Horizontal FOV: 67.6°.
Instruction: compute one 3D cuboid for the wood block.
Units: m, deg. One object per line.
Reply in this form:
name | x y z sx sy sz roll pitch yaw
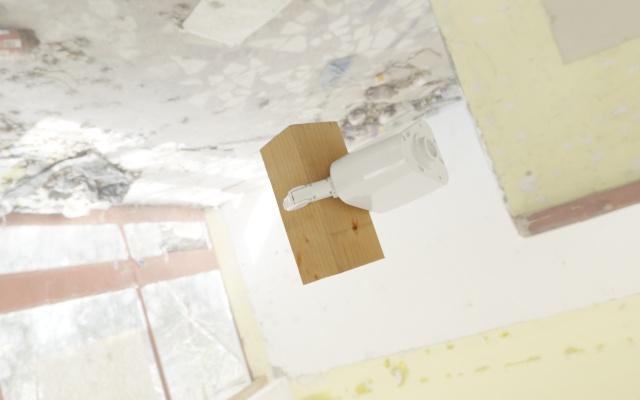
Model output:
wood block | 0.000 0.002 0.674 0.091 0.206 0.090 -12 -11 -39
